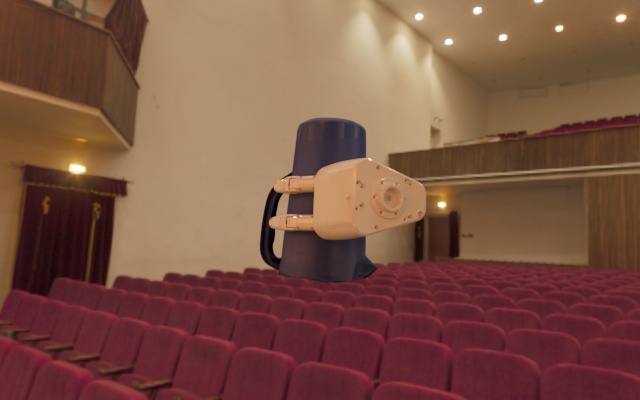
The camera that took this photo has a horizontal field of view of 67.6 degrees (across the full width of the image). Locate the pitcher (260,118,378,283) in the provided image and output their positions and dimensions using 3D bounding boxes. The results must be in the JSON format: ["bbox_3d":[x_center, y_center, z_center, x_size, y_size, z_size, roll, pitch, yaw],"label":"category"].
[{"bbox_3d":[0.000,0.002,0.738,0.149,0.243,0.145,6,-6,-23],"label":"pitcher"}]
